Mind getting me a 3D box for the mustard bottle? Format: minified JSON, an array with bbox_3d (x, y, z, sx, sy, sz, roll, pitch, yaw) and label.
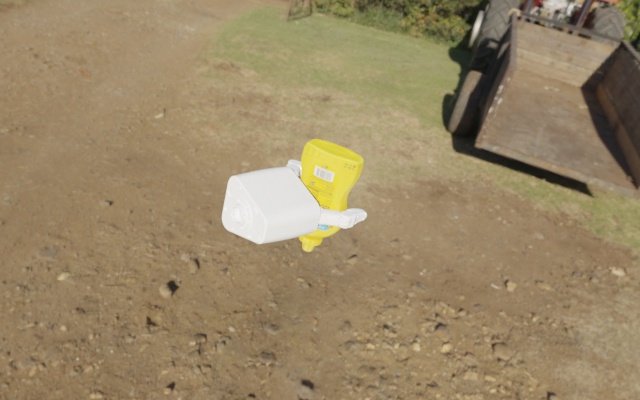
[{"bbox_3d":[0.000,0.002,0.788,0.096,0.192,0.058,23,27,14],"label":"mustard bottle"}]
